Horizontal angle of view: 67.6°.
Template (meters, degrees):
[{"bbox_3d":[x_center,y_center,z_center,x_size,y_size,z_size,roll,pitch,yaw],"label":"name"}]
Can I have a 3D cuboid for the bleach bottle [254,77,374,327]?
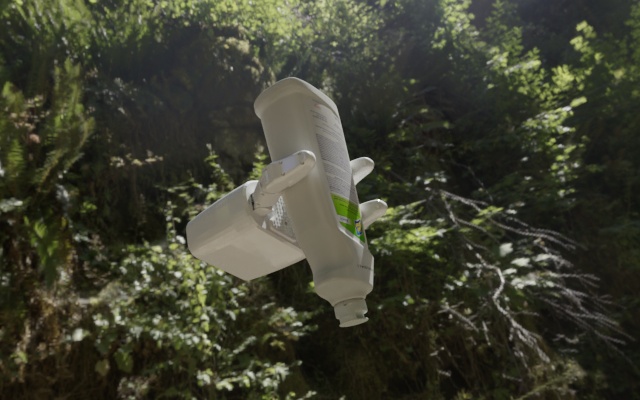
[{"bbox_3d":[0.000,0.002,0.492,0.068,0.250,0.102,-28,-28,29],"label":"bleach bottle"}]
